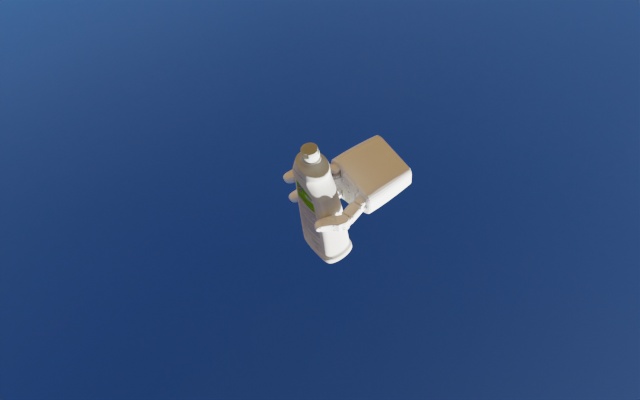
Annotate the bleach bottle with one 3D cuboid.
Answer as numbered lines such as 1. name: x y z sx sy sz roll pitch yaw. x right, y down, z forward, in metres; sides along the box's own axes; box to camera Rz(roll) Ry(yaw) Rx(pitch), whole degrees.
1. bleach bottle: 0.000 0.003 0.849 0.068 0.251 0.102 -34 54 -20
